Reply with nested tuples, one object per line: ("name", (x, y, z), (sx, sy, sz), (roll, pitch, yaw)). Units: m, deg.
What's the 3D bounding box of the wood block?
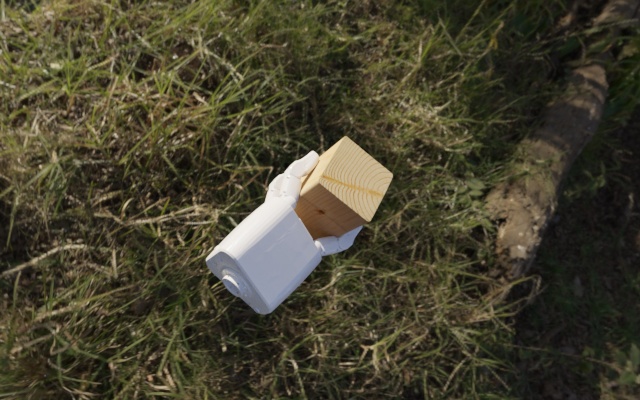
("wood block", (0.000, 0.003, 0.712), (0.091, 0.090, 0.206), (38, -32, -13))
